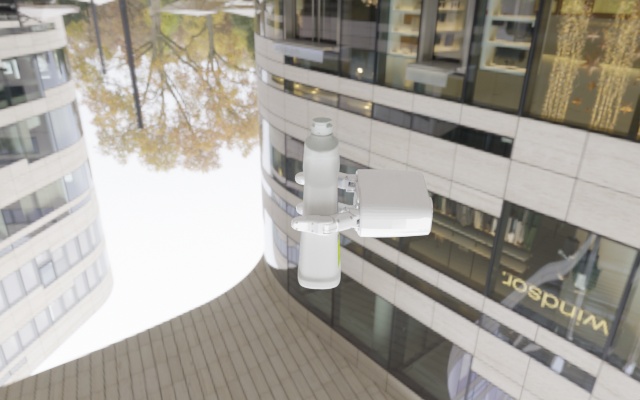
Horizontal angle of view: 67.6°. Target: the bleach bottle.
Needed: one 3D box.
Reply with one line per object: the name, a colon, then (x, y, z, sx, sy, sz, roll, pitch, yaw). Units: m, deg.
bleach bottle: (0.000, 0.002, 0.725, 0.068, 0.251, 0.102, 1, 25, 0)
